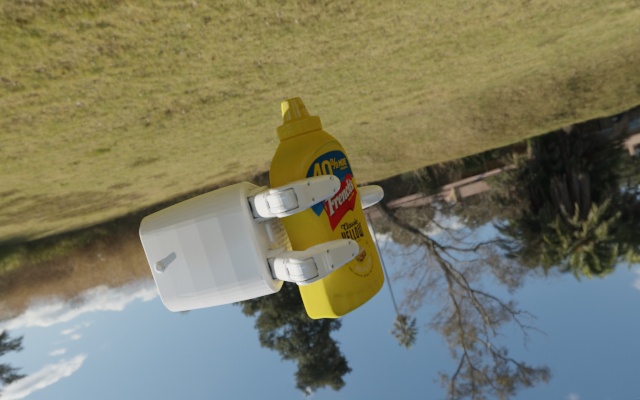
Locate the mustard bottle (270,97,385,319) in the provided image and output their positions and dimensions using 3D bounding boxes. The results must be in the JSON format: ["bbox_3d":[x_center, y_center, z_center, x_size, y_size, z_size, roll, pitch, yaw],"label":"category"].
[{"bbox_3d":[0.000,0.002,0.435,0.058,0.191,0.096,-13,6,38],"label":"mustard bottle"}]
